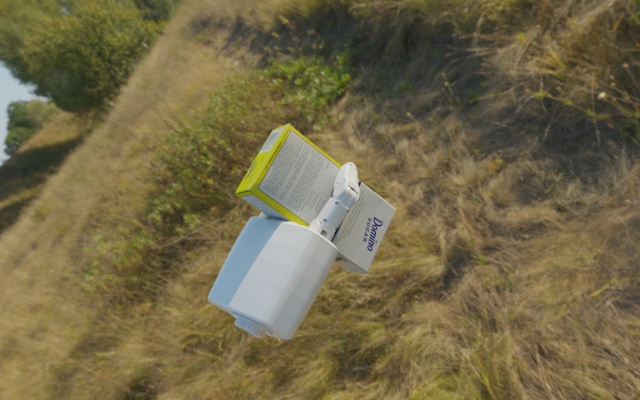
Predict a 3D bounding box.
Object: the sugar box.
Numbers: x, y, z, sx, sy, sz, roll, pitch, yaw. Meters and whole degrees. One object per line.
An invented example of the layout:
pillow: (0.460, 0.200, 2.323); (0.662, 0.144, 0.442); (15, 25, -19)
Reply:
sugar box: (0.000, 0.002, 0.553); (0.176, 0.093, 0.048); (38, -23, -25)
